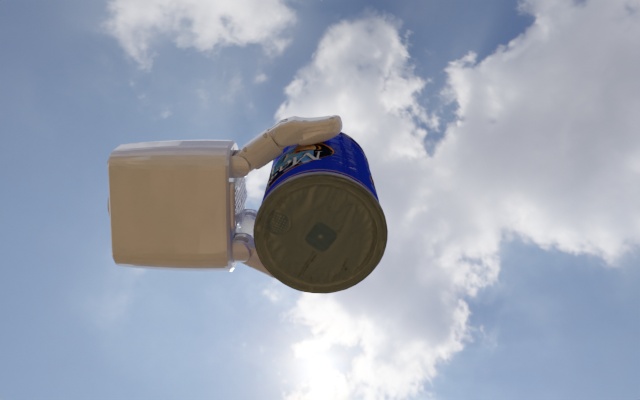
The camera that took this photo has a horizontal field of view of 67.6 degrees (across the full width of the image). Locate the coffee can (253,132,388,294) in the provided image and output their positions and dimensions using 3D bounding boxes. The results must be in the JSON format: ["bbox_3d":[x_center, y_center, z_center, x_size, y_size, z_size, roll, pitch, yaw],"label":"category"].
[{"bbox_3d":[0.000,0.001,0.426,0.103,0.103,0.140,0,23,0],"label":"coffee can"}]
